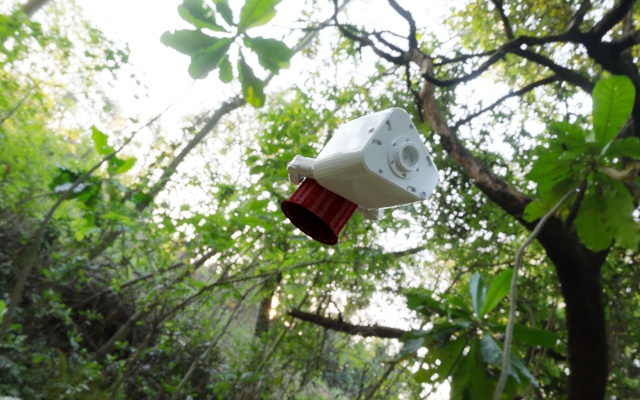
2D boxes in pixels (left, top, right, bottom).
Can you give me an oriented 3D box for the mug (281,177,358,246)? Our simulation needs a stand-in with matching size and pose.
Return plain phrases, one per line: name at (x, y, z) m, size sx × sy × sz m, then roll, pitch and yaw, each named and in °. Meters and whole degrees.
mug at (0.000, 0.002, 0.666) m, size 0.093 × 0.081 × 0.117 m, roll 45°, pitch -24°, yaw -20°
